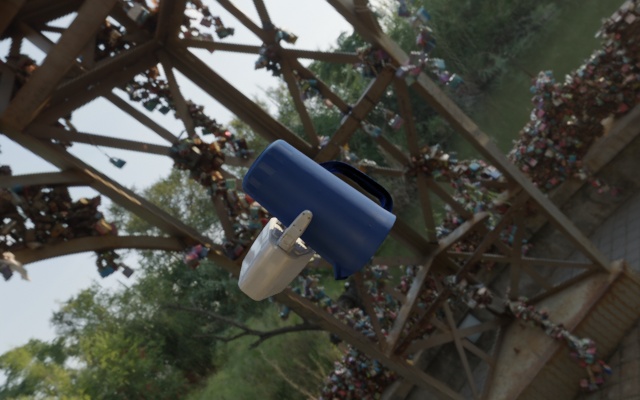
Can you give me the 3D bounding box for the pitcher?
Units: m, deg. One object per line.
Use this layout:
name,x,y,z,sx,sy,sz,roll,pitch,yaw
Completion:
pitcher,0.000,0.003,0.802,0.243,0.145,0.149,38,18,1
